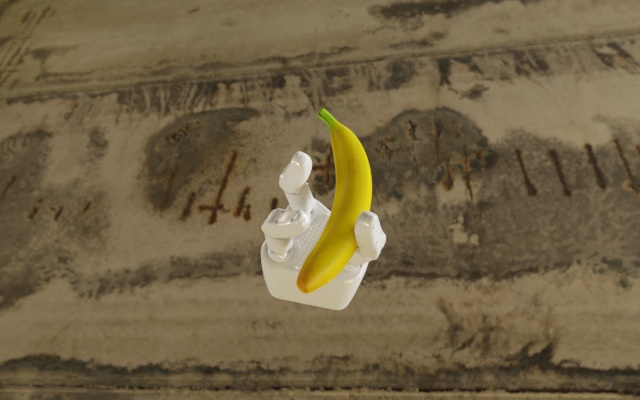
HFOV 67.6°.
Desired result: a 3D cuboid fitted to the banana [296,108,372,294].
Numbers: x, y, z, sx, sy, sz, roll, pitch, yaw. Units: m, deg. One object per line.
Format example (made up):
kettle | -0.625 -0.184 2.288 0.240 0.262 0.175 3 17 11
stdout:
banana | 0.018 0.002 0.481 0.069 0.197 0.037 12 -27 -12
